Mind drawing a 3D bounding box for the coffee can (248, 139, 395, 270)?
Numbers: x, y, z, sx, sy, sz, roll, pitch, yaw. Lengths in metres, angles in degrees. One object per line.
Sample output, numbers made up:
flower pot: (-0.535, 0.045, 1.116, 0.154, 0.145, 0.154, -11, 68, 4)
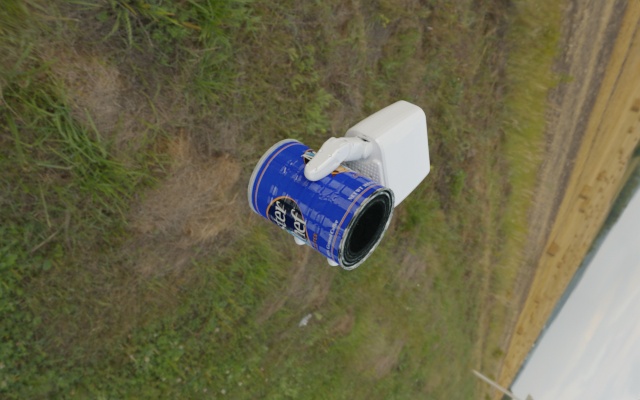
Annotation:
coffee can: (0.000, 0.002, 0.558, 0.140, 0.103, 0.103, 30, 15, 28)
